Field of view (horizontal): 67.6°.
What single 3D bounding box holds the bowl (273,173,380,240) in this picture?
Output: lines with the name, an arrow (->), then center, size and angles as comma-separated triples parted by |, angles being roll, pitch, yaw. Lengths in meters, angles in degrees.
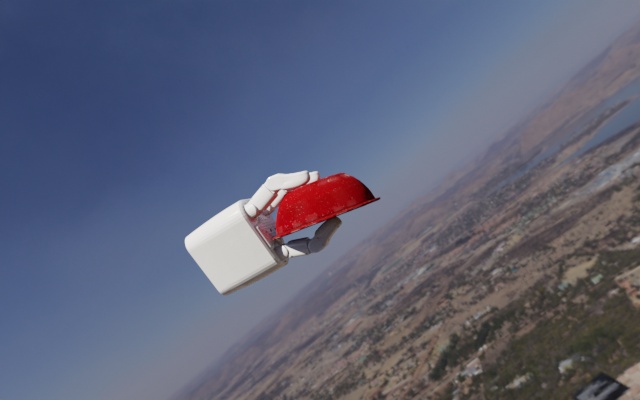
bowl -> 0.001, 0.001, 0.673 | 0.162, 0.055, 0.162 | -20, -2, -1
